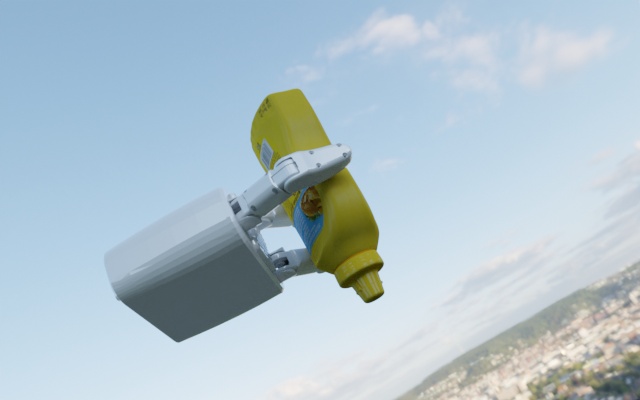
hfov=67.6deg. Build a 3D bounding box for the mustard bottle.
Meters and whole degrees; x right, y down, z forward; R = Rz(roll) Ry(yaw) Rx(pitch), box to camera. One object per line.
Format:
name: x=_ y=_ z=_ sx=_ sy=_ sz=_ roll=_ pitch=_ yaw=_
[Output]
mustard bottle: x=0.000 y=0.001 z=0.415 sx=0.058 sy=0.191 sz=0.096 roll=-17 pitch=-27 yaw=-24
